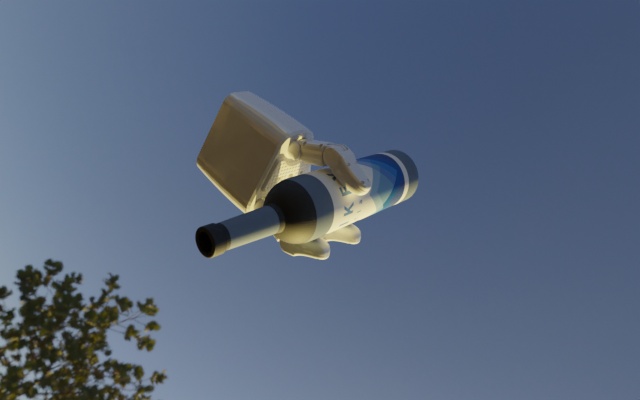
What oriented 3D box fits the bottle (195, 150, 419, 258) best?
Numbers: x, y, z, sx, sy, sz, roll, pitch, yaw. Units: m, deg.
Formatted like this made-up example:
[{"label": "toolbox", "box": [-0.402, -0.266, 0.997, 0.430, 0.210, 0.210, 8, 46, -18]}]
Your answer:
[{"label": "bottle", "box": [0.000, 0.002, 0.499, 0.069, 0.069, 0.295, 0, 13, 42]}]
